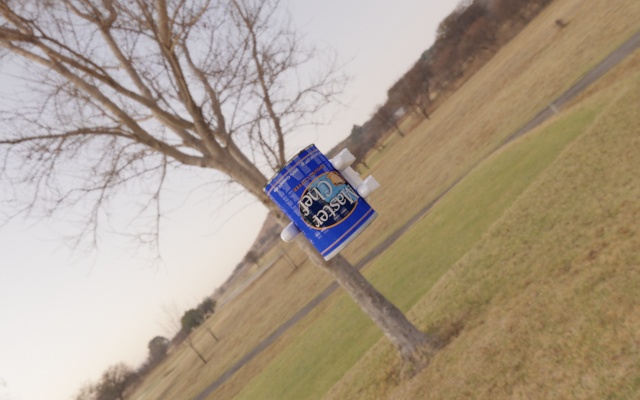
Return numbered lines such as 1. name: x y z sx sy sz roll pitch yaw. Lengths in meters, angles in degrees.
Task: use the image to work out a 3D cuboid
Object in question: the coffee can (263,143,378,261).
1. coffee can: 0.000 0.002 0.698 0.103 0.140 0.103 -42 -2 -2
